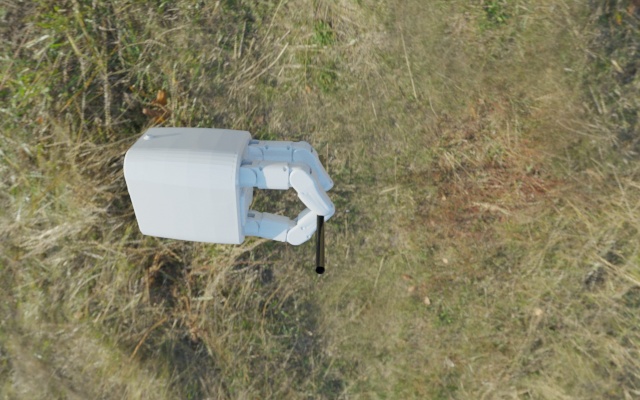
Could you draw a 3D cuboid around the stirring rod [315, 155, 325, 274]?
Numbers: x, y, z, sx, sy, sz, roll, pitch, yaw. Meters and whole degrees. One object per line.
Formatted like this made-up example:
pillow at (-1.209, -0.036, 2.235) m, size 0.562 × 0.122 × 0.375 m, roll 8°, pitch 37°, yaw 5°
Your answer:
stirring rod at (0.000, 0.002, 0.497) m, size 0.011 × 0.011 × 0.239 m, roll 0°, pitch 28°, yaw 0°
